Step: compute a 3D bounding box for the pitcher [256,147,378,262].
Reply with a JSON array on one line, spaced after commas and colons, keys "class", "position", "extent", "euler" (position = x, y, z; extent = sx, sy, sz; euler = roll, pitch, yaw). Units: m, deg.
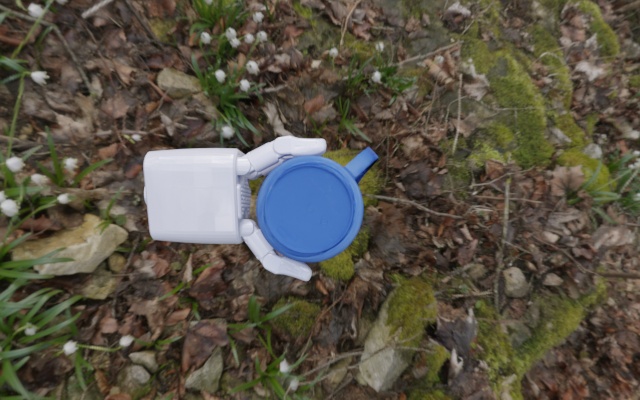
[{"class": "pitcher", "position": [0.000, 0.002, 0.587], "extent": [0.145, 0.149, 0.243], "euler": [3, -1, 2]}]
